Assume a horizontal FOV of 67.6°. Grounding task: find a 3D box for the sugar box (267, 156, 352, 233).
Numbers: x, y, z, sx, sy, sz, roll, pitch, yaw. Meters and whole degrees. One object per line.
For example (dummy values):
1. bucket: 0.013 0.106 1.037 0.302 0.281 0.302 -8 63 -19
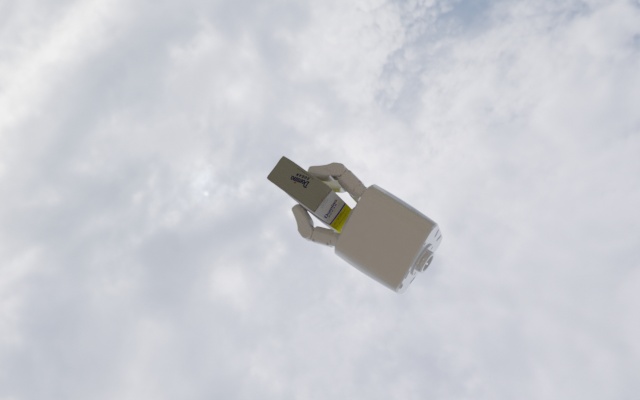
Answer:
1. sugar box: 0.001 0.002 0.703 0.093 0.048 0.176 35 -5 26
